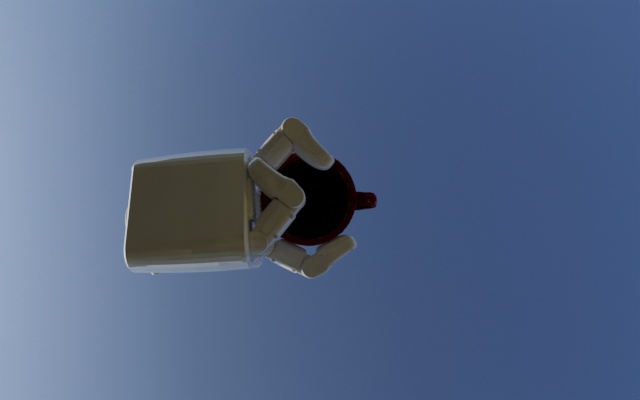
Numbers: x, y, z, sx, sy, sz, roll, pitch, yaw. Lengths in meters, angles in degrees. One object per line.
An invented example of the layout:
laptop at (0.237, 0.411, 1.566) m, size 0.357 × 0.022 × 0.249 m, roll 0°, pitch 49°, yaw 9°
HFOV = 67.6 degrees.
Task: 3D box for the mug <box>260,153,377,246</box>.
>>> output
mug at (0.002, 0.001, 0.500) m, size 0.117 × 0.093 × 0.081 m, roll -4°, pitch -7°, yaw -1°
